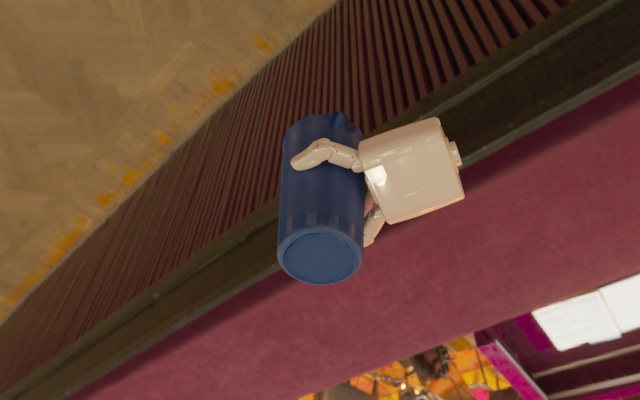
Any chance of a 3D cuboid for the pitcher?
[{"bbox_3d":[0.000,0.002,0.680,0.145,0.149,0.242,-19,38,18],"label":"pitcher"}]
